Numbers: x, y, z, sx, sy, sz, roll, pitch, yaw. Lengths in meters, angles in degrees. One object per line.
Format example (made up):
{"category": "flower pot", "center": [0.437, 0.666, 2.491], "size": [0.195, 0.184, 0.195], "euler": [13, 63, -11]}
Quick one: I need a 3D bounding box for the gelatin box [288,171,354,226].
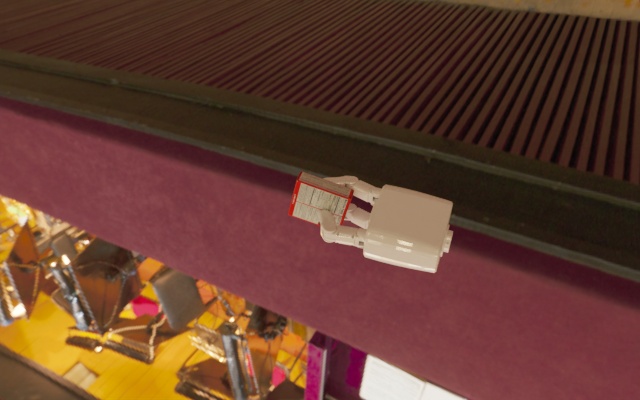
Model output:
{"category": "gelatin box", "center": [0.000, 0.003, 0.748], "size": [0.089, 0.073, 0.030], "euler": [19, 40, 2]}
